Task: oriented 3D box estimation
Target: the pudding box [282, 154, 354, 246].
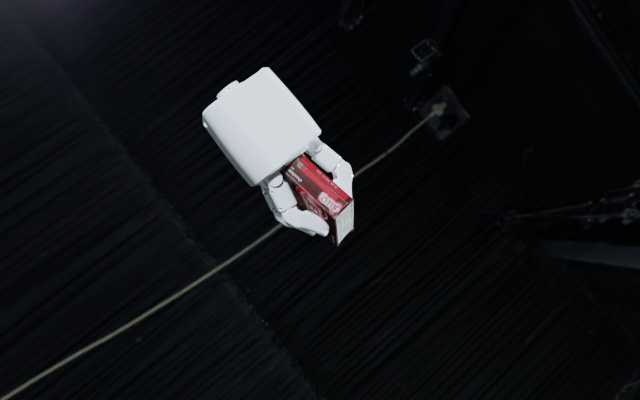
[{"bbox_3d":[0.000,0.002,0.609,0.090,0.039,0.113,44,-11,19],"label":"pudding box"}]
